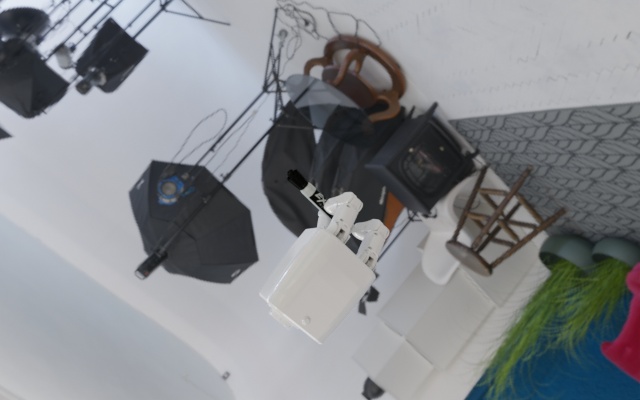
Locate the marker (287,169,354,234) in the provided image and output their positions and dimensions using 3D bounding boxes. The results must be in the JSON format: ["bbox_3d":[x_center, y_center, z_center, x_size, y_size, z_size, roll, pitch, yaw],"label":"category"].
[{"bbox_3d":[0.000,0.002,0.633,0.121,0.020,0.020,44,-20,-23],"label":"marker"}]
